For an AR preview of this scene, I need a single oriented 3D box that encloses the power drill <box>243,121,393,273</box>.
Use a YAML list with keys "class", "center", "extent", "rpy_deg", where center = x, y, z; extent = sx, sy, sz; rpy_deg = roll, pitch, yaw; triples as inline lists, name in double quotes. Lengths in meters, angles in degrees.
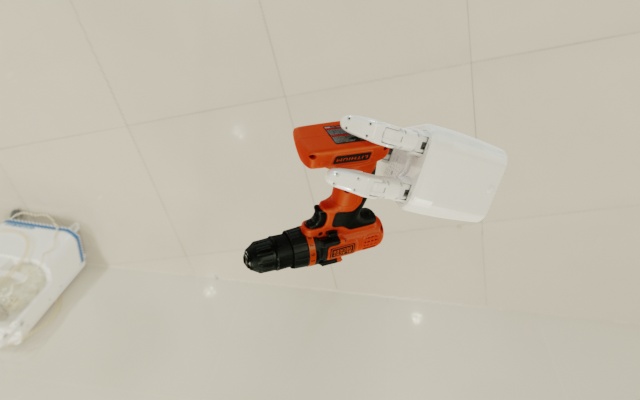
- class: "power drill"
  center: [0.000, 0.001, 0.555]
  extent: [0.184, 0.188, 0.057]
  rpy_deg: [-13, 46, -23]
